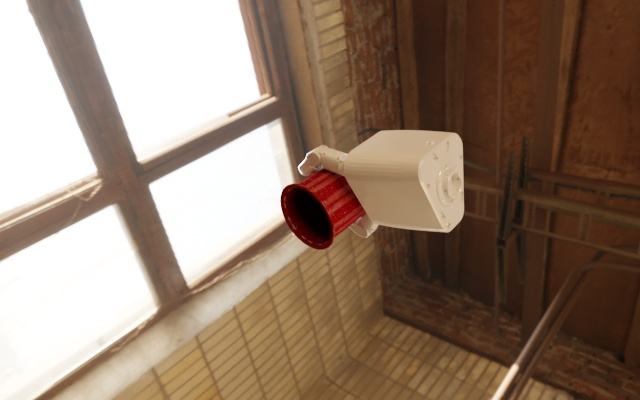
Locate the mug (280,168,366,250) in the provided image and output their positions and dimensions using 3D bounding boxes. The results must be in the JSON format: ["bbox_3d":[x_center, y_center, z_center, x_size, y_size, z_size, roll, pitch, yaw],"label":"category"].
[{"bbox_3d":[-0.001,0.002,0.627,0.117,0.093,0.081,9,34,45],"label":"mug"}]
